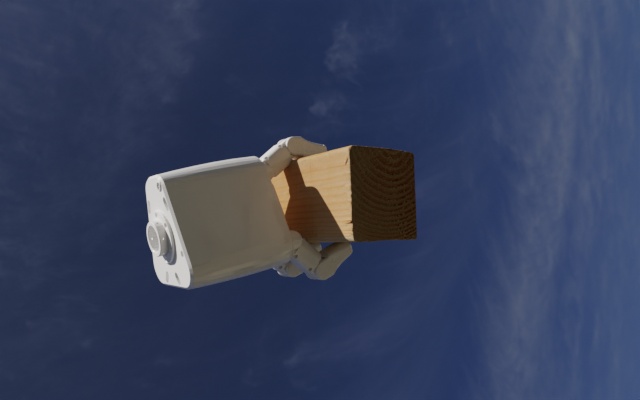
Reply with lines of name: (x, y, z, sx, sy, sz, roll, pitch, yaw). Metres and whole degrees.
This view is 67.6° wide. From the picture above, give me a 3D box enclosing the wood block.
wood block: (0.000, 0.001, 0.537, 0.090, 0.091, 0.206, 1, -5, -38)
